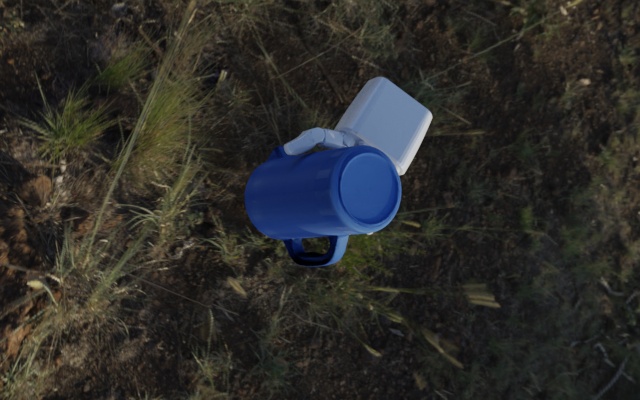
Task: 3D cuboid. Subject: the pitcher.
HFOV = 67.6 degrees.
[{"bbox_3d":[0.000,0.002,0.674,0.149,0.145,0.243,41,-22,-22],"label":"pitcher"}]
